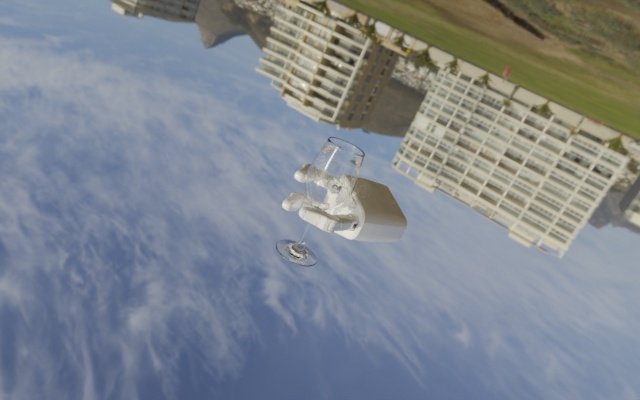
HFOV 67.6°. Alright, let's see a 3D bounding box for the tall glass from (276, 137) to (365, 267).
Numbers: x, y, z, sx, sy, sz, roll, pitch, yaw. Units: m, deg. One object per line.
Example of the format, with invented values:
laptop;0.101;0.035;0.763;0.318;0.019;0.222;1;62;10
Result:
tall glass;0.000;0.003;0.755;0.079;0.201;0.079;22;20;-9
